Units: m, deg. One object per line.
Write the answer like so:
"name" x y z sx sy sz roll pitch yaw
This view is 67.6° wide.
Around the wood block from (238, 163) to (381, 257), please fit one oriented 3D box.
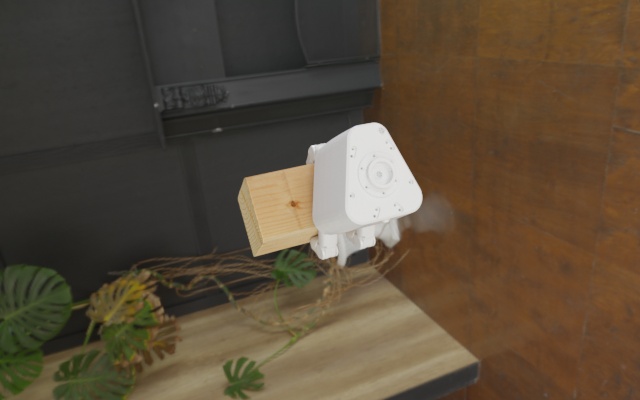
"wood block" 0.000 0.002 0.667 0.206 0.090 0.090 -13 -14 -19
